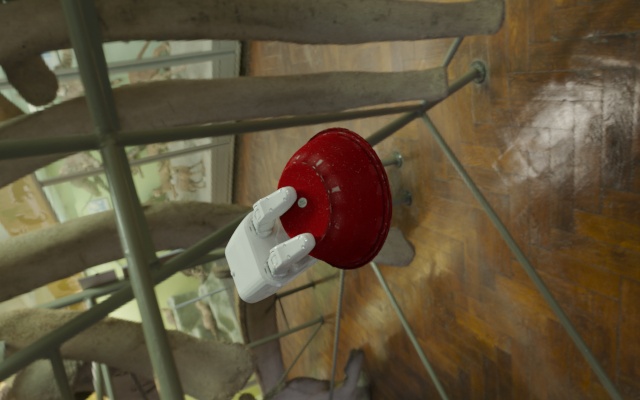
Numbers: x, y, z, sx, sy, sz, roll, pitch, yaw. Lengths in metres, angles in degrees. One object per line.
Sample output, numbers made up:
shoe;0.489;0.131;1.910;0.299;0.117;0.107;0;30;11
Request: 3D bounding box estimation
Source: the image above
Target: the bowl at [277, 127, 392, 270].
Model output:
bowl;0.000;0.001;0.523;0.055;0.162;0.162;-9;6;-41
